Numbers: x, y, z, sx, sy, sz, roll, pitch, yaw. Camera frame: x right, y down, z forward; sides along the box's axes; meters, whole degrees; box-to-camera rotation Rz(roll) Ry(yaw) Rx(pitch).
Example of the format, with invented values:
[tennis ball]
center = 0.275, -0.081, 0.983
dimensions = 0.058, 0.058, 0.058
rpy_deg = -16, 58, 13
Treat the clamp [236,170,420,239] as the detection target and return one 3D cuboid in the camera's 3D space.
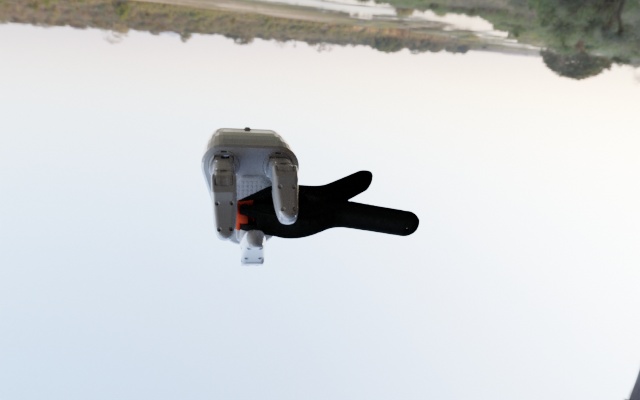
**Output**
[clamp]
center = 0.000, 0.002, 0.479
dimensions = 0.171, 0.039, 0.120
rpy_deg = 1, 21, -12
